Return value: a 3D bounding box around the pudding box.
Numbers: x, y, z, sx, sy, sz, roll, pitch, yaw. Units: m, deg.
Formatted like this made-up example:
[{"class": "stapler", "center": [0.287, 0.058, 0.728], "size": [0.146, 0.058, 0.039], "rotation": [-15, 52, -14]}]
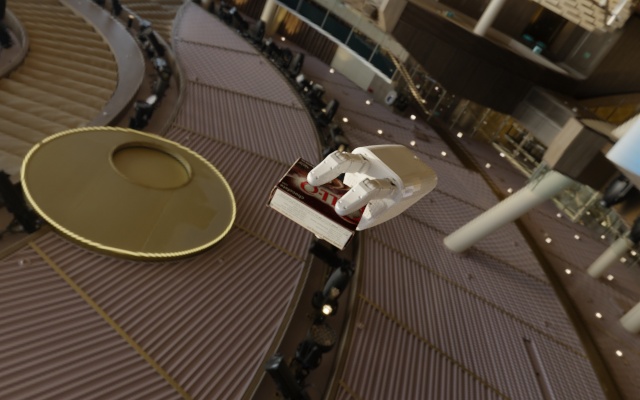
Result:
[{"class": "pudding box", "center": [0.000, 0.002, 0.610], "size": [0.113, 0.039, 0.090], "rotation": [29, 32, 2]}]
